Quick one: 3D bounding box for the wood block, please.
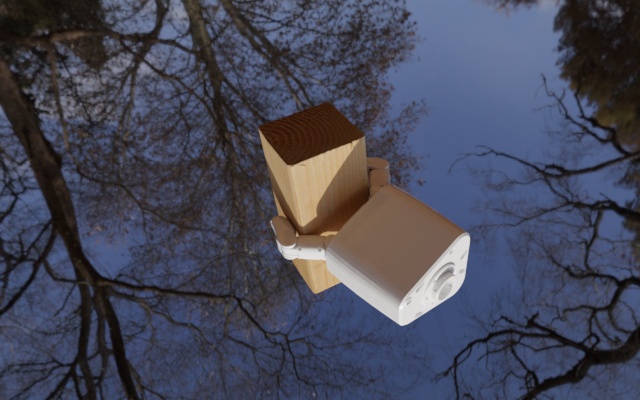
[{"bbox_3d":[0.000,0.002,0.574,0.091,0.206,0.090,-23,43,-16],"label":"wood block"}]
